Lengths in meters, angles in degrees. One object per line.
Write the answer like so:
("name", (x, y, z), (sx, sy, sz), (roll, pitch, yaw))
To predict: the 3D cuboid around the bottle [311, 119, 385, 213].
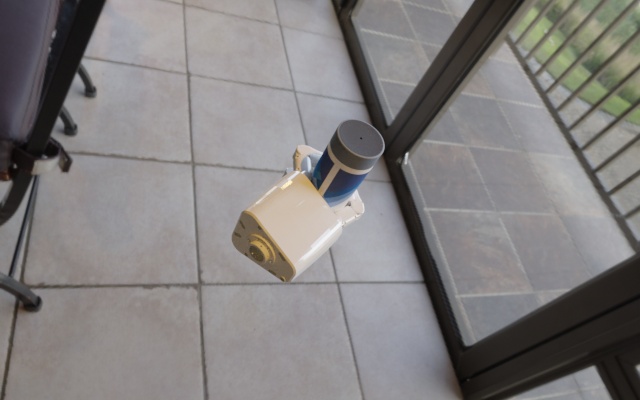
("bottle", (0.000, 0.002, 0.718), (0.069, 0.069, 0.296), (0, -34, -25))
